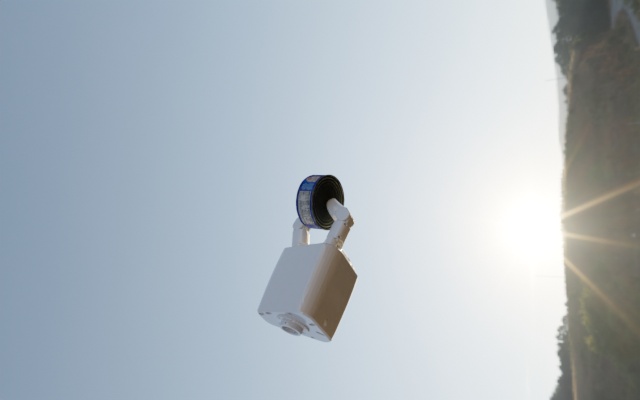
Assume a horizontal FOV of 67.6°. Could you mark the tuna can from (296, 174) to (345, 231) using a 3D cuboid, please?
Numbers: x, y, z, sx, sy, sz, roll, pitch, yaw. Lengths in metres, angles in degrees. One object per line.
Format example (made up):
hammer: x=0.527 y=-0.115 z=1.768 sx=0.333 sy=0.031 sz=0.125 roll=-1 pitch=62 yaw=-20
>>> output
tuna can: x=0.000 y=0.002 z=0.738 sx=0.034 sy=0.086 sz=0.086 roll=3 pitch=2 yaw=36
